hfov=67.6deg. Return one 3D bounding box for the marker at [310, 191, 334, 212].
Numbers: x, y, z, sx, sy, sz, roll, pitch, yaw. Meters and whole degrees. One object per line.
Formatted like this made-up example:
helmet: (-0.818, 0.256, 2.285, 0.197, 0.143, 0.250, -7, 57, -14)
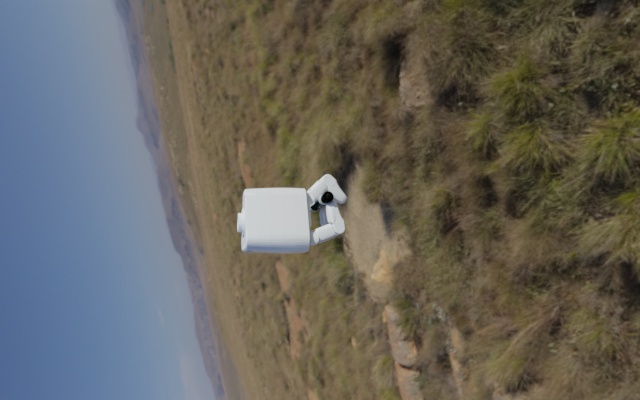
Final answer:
marker: (0.000, 0.003, 0.849, 0.020, 0.020, 0.121, 0, -9, -14)
